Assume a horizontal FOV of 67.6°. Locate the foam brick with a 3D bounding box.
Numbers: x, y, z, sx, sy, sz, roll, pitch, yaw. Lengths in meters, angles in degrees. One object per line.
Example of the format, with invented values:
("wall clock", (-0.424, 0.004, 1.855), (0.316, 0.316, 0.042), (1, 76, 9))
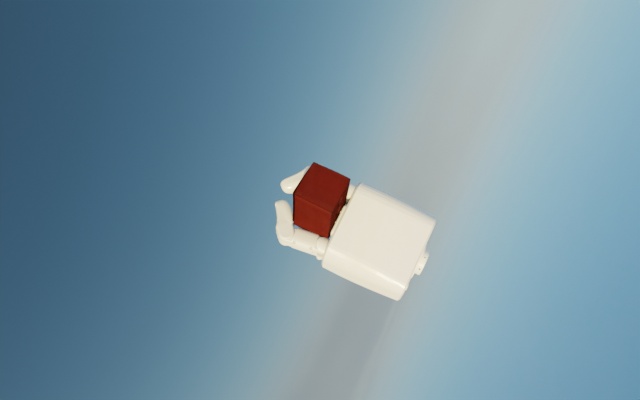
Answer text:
("foam brick", (0.000, 0.002, 0.579), (0.051, 0.053, 0.078), (26, -28, 11))
